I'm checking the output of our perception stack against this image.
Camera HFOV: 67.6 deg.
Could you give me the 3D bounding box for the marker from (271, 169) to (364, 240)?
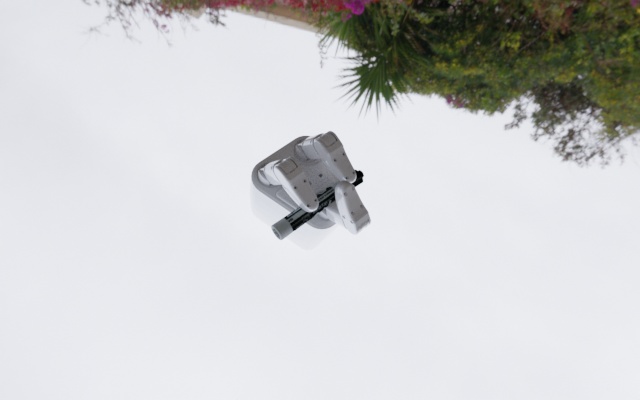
[{"bbox_3d":[0.000,0.002,0.515,0.121,0.020,0.020,-35,14,-21],"label":"marker"}]
